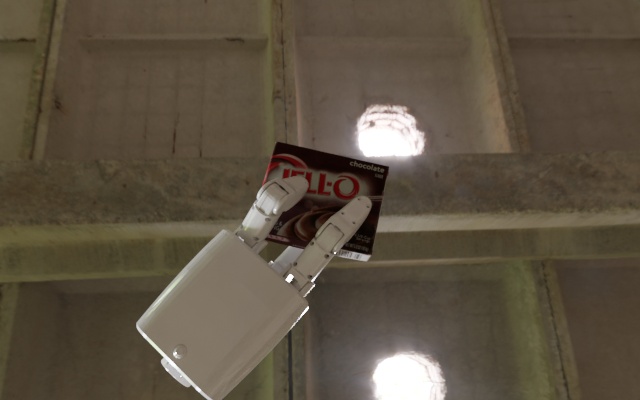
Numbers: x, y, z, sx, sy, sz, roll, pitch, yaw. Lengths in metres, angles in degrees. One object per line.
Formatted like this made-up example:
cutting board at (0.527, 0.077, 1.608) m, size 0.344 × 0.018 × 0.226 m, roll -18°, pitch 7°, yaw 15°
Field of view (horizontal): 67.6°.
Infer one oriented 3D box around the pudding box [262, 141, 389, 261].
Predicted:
pudding box at (0.000, 0.002, 0.447) m, size 0.113 × 0.090 × 0.039 m, roll 13°, pitch -20°, yaw 1°
